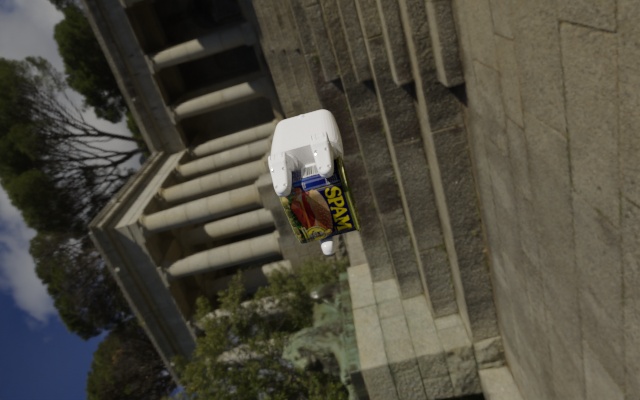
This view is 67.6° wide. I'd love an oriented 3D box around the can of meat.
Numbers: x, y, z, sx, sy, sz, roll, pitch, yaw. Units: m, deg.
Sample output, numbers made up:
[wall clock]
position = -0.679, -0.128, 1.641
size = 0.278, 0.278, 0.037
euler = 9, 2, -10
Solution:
[can of meat]
position = 0.000, 0.002, 0.611
size = 0.084, 0.102, 0.057
euler = -15, 36, 7
